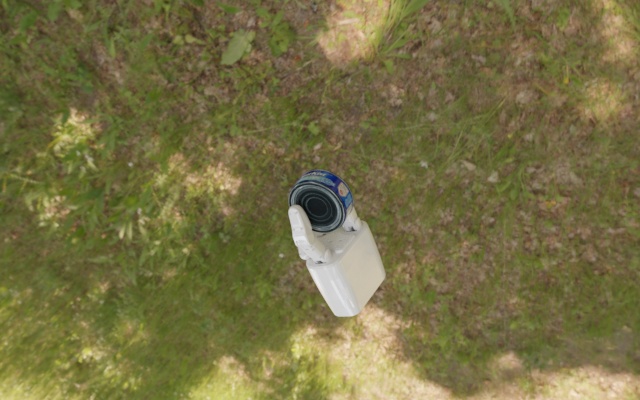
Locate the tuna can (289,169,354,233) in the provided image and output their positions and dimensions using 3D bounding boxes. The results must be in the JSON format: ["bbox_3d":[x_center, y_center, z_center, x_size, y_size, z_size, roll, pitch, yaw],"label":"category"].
[{"bbox_3d":[0.000,0.002,0.653,0.086,0.086,0.033,0,32,28],"label":"tuna can"}]
